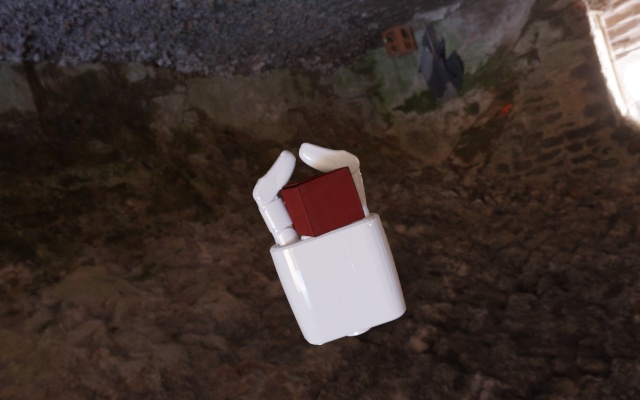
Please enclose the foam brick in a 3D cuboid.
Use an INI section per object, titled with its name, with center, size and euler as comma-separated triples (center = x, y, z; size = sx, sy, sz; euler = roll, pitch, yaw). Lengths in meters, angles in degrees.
[foam brick]
center = 0.000, 0.001, 0.457
size = 0.053, 0.051, 0.078
euler = -20, 4, -15
